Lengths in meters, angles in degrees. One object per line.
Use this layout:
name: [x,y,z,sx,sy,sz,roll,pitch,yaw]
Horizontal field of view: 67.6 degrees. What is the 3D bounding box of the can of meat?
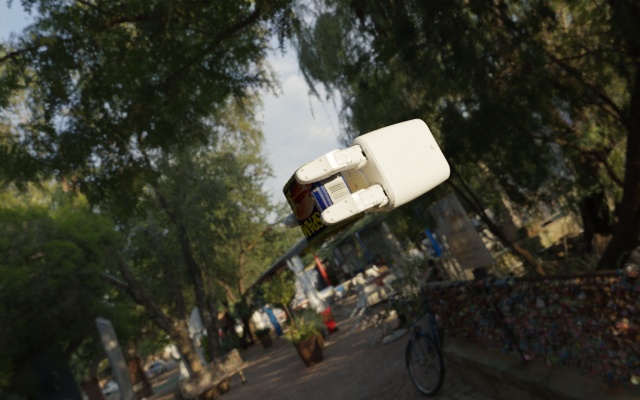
can of meat: [0.000,0.002,0.594,0.057,0.084,0.102,-24,-8,-25]
